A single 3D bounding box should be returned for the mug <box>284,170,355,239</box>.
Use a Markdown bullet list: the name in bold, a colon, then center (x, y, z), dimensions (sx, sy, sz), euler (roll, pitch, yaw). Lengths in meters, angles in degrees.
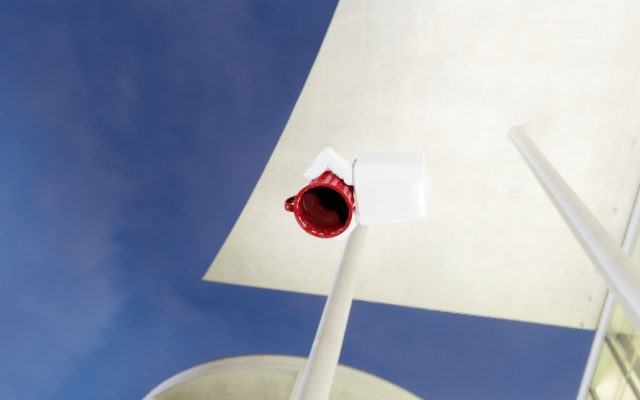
- **mug**: center (-0.001, 0.003, 0.763), dimensions (0.117, 0.093, 0.081), euler (-5, 21, 15)
